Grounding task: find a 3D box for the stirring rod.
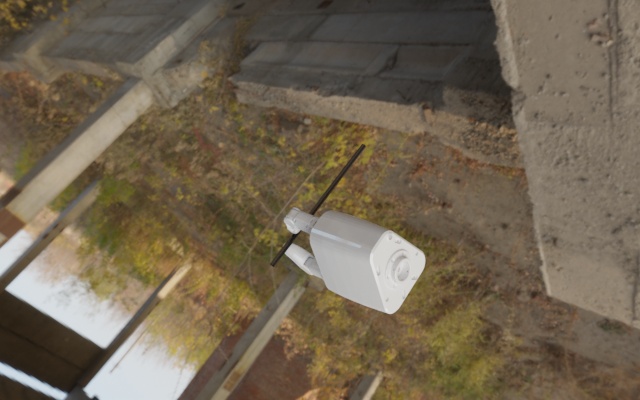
[{"bbox_3d":[0.000,0.002,0.718,0.011,0.239,0.011,32,-20,14],"label":"stirring rod"}]
